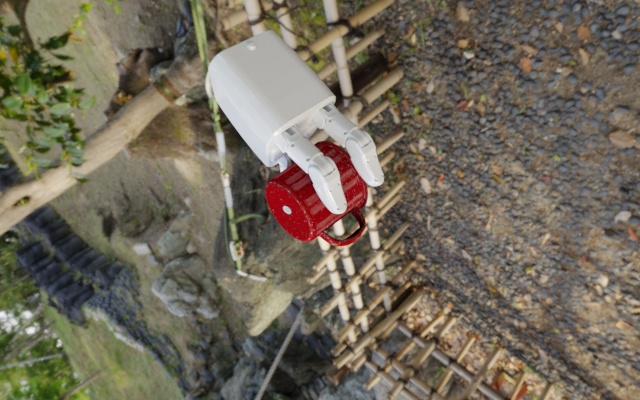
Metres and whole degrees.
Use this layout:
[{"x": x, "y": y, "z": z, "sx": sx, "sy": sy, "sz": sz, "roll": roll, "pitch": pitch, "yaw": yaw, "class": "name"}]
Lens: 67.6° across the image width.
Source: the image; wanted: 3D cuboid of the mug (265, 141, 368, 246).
[{"x": 0.001, "y": 0.003, "z": 0.534, "sx": 0.081, "sy": 0.117, "sz": 0.093, "roll": -36, "pitch": -9, "yaw": -28, "class": "mug"}]
